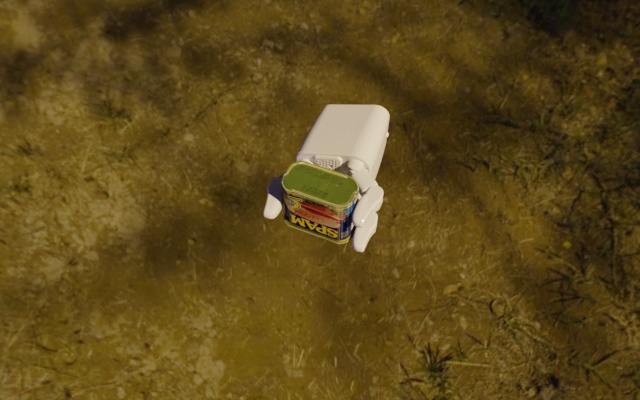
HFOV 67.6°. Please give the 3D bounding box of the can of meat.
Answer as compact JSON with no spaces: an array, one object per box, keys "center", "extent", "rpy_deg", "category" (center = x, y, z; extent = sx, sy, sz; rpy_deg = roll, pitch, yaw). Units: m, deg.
[{"center":[0.000,0.002,0.626],"extent":[0.102,0.057,0.084],"rpy_deg":[19,-33,14],"category":"can of meat"}]
